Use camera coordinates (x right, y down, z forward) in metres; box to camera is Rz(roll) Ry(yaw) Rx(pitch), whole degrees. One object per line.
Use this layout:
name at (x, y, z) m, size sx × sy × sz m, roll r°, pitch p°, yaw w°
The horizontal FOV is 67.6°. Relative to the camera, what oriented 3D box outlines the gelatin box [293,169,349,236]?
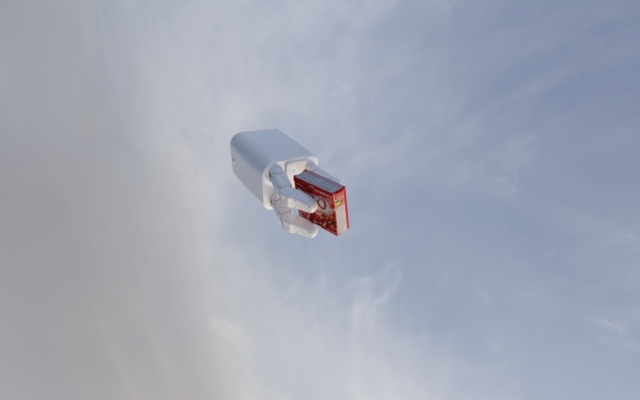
gelatin box at (0.001, 0.002, 0.706) m, size 0.030 × 0.073 × 0.089 m, roll -30°, pitch 39°, yaw -33°
